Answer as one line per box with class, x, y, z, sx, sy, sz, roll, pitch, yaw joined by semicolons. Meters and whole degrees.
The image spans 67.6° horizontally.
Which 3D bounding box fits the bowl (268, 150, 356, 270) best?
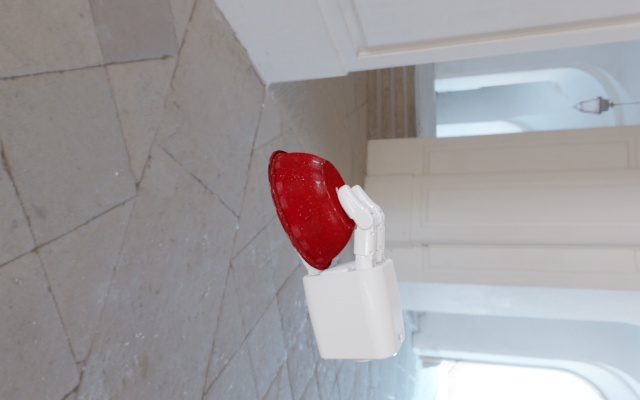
bowl;0.000;0.001;0.592;0.055;0.162;0.162;-23;-7;18
